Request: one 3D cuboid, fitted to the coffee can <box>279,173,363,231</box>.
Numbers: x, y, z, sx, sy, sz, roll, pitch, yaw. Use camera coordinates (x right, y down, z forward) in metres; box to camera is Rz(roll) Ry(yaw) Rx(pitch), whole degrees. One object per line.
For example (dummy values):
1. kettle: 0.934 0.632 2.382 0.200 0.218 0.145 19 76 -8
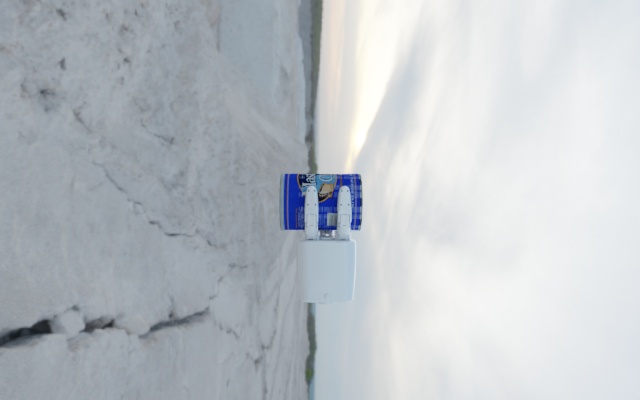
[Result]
1. coffee can: 0.000 0.003 0.849 0.140 0.103 0.103 0 0 -1
